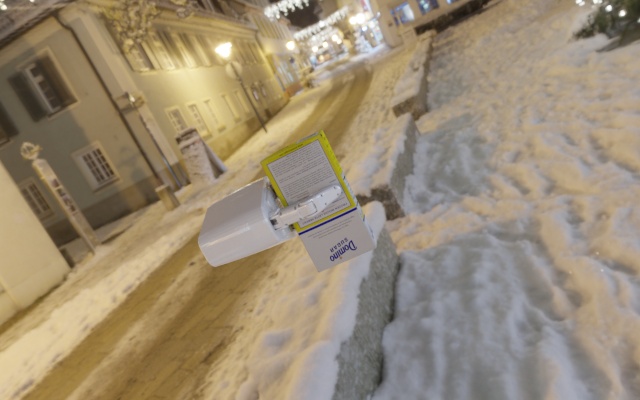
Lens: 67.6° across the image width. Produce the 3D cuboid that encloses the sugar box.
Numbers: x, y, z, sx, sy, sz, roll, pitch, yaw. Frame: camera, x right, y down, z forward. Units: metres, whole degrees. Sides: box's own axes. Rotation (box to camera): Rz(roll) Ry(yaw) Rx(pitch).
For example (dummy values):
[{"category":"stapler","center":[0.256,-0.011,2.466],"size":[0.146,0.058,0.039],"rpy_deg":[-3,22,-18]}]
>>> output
[{"category":"sugar box","center":[0.000,0.002,0.662],"size":[0.093,0.176,0.048],"rpy_deg":[-24,13,12]}]
